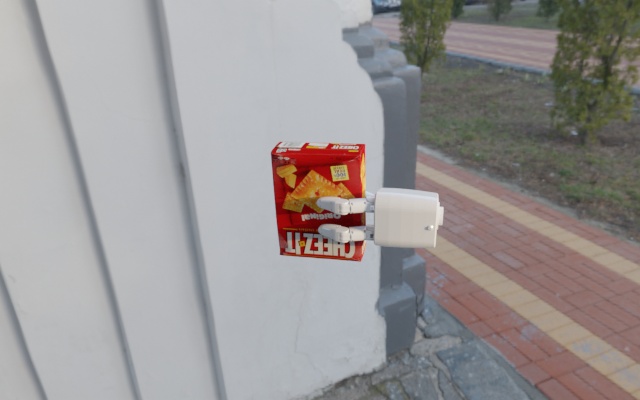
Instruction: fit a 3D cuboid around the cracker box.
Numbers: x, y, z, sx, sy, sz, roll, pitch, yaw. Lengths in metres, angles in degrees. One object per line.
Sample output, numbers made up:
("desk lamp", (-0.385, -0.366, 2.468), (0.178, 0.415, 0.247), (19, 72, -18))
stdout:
("cracker box", (0.000, 0.003, 0.884), (0.164, 0.214, 0.072), (3, 25, 13))
